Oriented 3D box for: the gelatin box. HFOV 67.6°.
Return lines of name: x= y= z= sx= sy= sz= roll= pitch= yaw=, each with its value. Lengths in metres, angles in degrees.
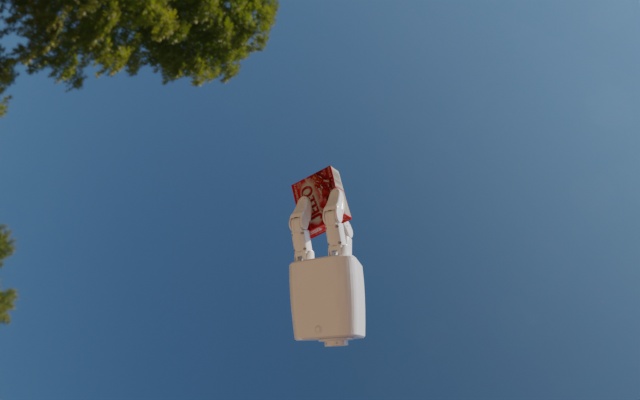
gelatin box: x=0.000 y=0.002 z=0.719 sx=0.073 sy=0.089 sz=0.030 roll=-26 pitch=-30 yaw=22
